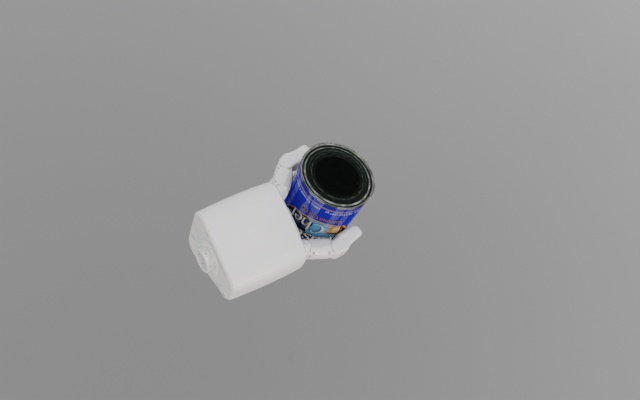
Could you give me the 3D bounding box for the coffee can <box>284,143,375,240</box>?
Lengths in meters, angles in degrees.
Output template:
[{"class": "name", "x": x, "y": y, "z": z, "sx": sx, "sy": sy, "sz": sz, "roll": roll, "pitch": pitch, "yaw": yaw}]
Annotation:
[{"class": "coffee can", "x": 0.000, "y": 0.002, "z": 0.664, "sx": 0.103, "sy": 0.102, "sz": 0.140, "roll": 0, "pitch": -31, "yaw": -22}]
